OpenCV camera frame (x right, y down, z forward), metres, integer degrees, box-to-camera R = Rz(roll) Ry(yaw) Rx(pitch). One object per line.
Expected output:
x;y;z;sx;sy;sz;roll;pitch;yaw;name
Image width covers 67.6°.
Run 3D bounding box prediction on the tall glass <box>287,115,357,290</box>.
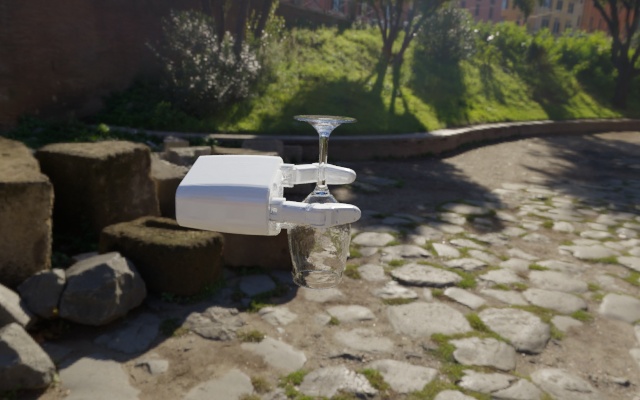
0.000;0.001;0.572;0.079;0.201;0.079;2;14;-1;tall glass
